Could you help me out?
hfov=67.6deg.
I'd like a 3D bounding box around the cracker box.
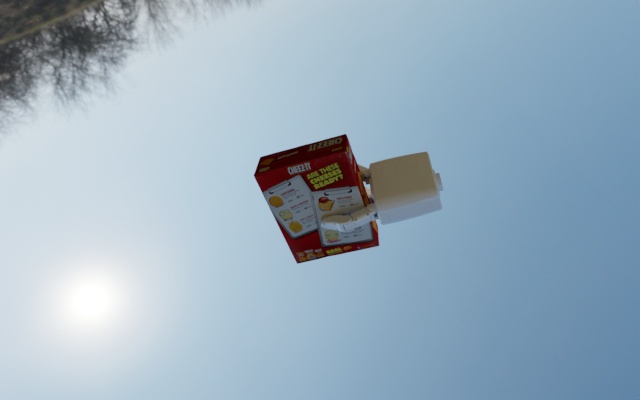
[{"bbox_3d":[0.000,0.003,0.857,0.164,0.214,0.072,-14,34,13],"label":"cracker box"}]
